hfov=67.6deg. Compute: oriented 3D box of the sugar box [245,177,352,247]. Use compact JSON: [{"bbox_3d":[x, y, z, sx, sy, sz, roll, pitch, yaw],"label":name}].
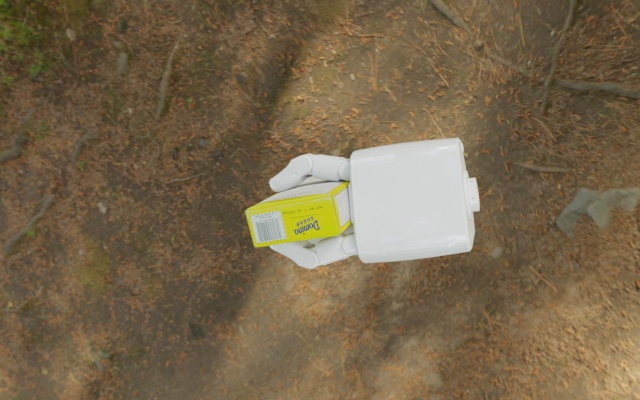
[{"bbox_3d":[0.000,0.002,0.525,0.093,0.048,0.176,-9,7,21],"label":"sugar box"}]
